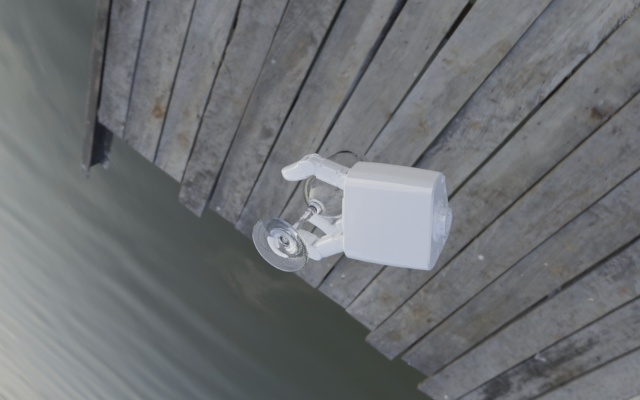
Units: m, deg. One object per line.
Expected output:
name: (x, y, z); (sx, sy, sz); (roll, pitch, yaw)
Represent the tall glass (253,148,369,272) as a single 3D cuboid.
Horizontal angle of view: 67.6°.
tall glass: (0.000, 0.002, 0.616); (0.079, 0.079, 0.201); (0, 30, 32)
